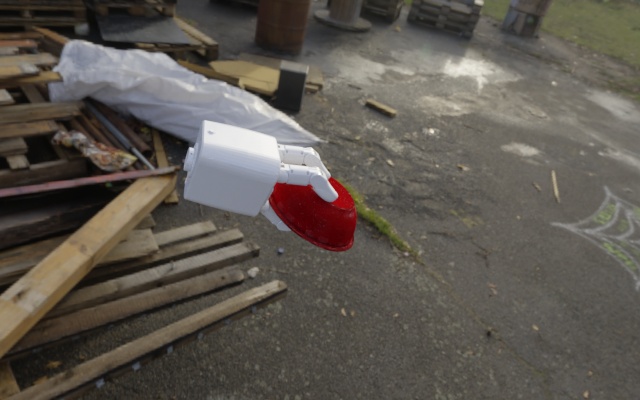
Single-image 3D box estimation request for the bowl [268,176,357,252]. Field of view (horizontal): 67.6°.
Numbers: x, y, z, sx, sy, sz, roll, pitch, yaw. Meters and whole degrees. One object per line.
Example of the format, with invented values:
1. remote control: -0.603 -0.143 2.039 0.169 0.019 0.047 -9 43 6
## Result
1. bowl: 0.001 0.002 0.735 0.162 0.055 0.162 30 25 -16
